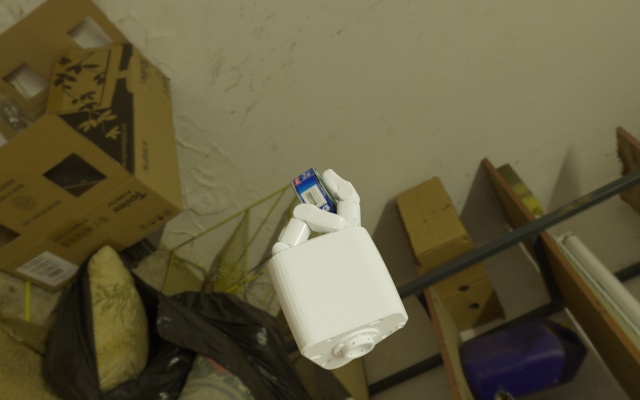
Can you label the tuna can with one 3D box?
[{"bbox_3d":[0.001,0.002,0.596,0.034,0.086,0.086,-33,-4,6],"label":"tuna can"}]
